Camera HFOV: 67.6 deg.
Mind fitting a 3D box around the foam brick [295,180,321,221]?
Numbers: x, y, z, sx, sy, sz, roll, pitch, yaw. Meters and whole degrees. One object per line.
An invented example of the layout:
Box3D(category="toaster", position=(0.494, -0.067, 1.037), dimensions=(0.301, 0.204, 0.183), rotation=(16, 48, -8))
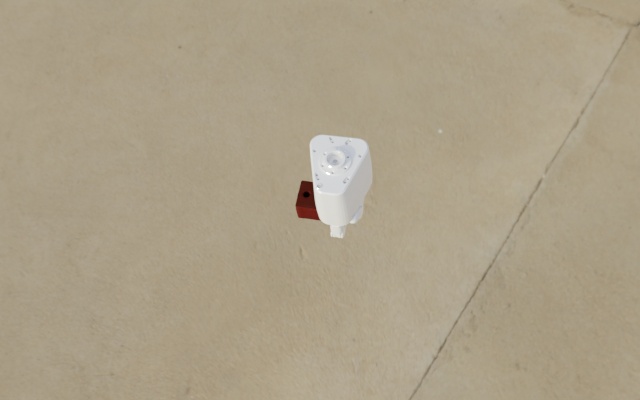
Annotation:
Box3D(category="foam brick", position=(0.000, 0.003, 0.838), dimensions=(0.078, 0.053, 0.051), rotation=(7, -25, 11))
